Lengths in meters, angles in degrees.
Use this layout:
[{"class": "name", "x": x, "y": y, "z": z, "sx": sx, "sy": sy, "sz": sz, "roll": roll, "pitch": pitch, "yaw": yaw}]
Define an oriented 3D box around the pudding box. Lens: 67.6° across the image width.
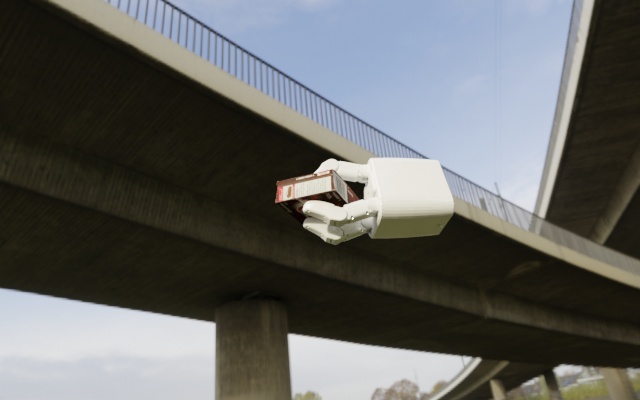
[{"class": "pudding box", "x": 0.000, "y": 0.002, "z": 0.692, "sx": 0.090, "sy": 0.039, "sz": 0.113, "roll": -13, "pitch": -31, "yaw": 20}]
